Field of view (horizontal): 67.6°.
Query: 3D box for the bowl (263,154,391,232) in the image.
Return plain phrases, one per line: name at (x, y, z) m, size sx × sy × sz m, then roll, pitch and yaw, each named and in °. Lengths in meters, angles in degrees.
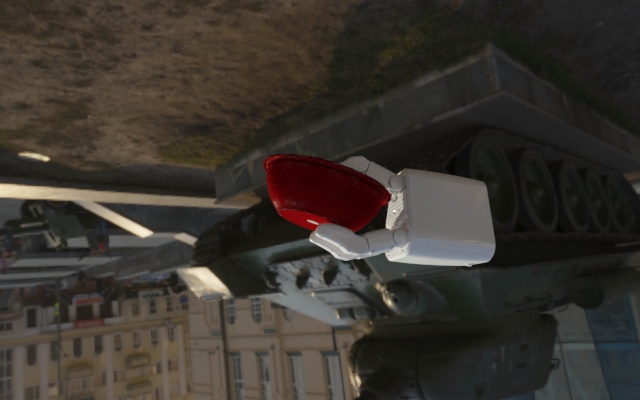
bowl at (-0.001, 0.002, 0.576) m, size 0.162 × 0.055 × 0.162 m, roll 16°, pitch -14°, yaw 4°
